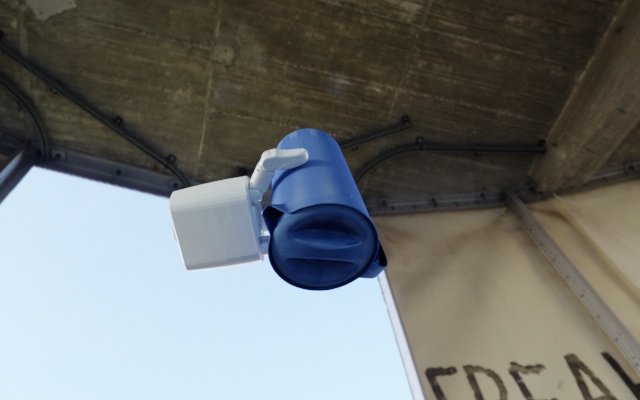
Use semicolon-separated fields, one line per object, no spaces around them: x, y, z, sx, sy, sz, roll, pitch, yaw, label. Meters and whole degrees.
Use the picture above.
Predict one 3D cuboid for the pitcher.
0.000;0.002;0.663;0.145;0.149;0.242;-11;33;0;pitcher
